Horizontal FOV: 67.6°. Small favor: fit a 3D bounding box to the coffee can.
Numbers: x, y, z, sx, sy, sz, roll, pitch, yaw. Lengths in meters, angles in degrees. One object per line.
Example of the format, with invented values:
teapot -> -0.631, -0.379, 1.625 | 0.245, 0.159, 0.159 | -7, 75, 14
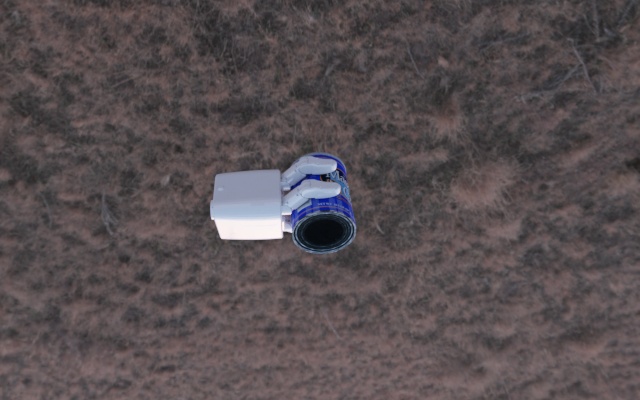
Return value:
coffee can -> 0.000, 0.003, 0.799 | 0.103, 0.140, 0.103 | -3, -44, -3
